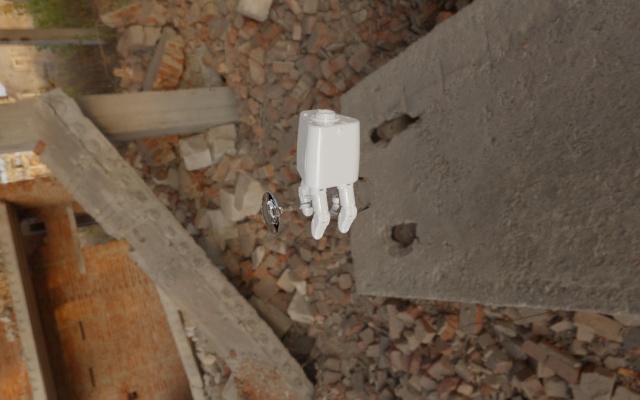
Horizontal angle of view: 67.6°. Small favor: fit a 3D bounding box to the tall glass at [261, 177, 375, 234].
[{"bbox_3d":[-0.001,0.003,0.863,0.201,0.079,0.079,-12,5,-28],"label":"tall glass"}]
